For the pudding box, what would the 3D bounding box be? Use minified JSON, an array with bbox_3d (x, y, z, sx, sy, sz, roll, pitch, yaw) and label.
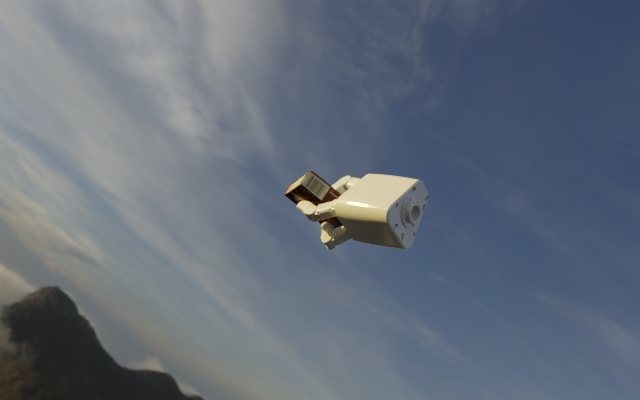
[{"bbox_3d":[0.000,0.003,0.855,0.113,0.039,0.090,41,-24,-10],"label":"pudding box"}]
